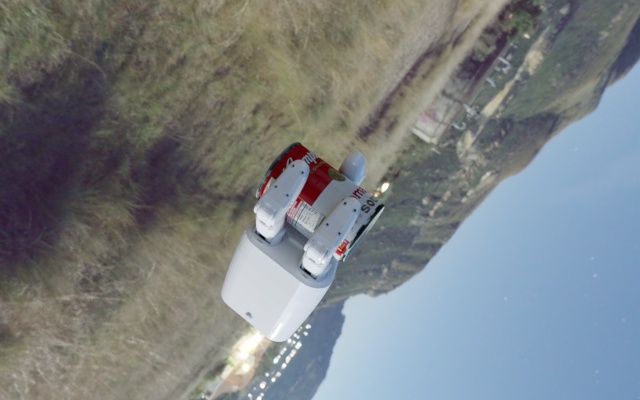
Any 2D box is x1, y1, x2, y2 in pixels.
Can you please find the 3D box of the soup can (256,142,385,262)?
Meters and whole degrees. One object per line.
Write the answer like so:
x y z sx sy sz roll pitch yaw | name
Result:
0.001 0.001 0.448 0.102 0.068 0.068 37 7 9 | soup can
